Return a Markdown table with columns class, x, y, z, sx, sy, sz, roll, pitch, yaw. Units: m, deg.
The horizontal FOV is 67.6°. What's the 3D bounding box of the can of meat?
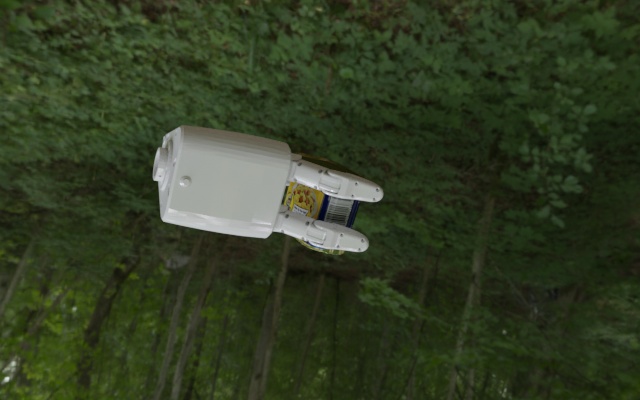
| class | x | y | z | sx | sy | sz | roll | pitch | yaw |
| --- | --- | --- | --- | --- | --- | --- | --- | --- | --- |
| can of meat | 0.000 | 0.002 | 0.530 | 0.057 | 0.084 | 0.102 | 9 | 15 | -31 |
